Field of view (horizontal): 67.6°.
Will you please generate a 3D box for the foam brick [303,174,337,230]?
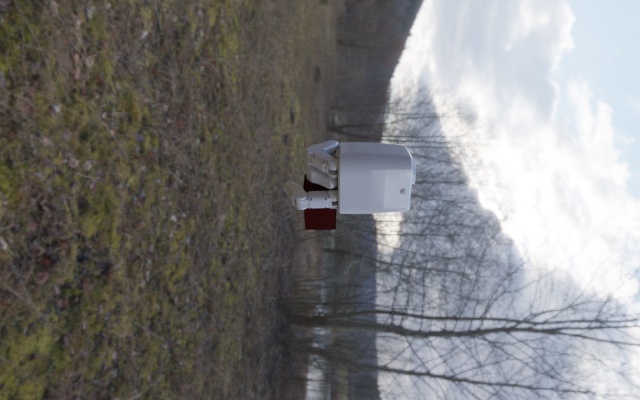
[{"bbox_3d":[0.000,0.003,0.767,0.051,0.078,0.053,0,36,2],"label":"foam brick"}]
